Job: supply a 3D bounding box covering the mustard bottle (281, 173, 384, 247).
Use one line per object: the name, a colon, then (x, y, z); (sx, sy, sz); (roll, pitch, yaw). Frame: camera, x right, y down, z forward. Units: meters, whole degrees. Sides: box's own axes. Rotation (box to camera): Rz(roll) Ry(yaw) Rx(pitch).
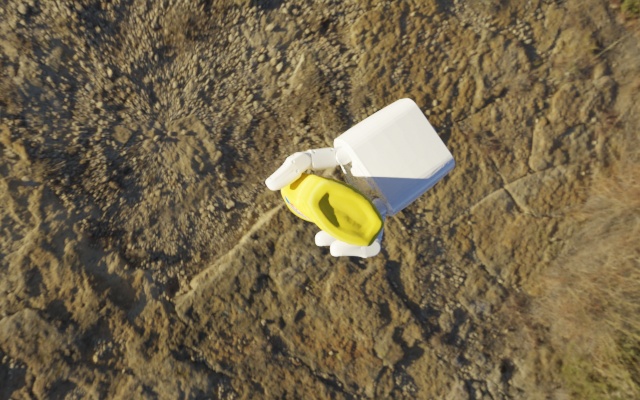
mustard bottle: (0.000, 0.002, 0.595); (0.096, 0.058, 0.191); (33, -3, -19)
